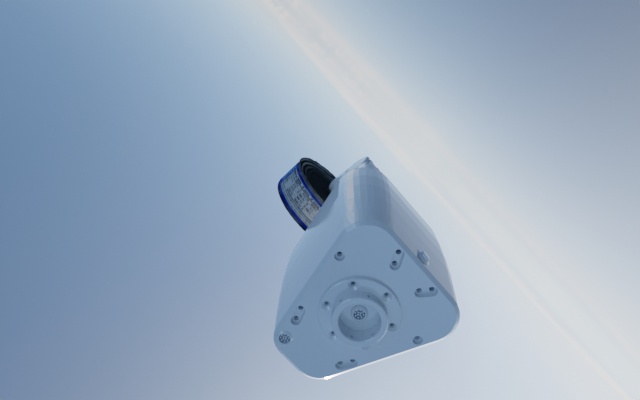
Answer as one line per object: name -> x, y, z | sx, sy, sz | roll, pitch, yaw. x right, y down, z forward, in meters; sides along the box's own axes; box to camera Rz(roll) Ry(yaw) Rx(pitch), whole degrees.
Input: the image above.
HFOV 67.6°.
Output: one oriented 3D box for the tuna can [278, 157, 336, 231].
tuna can -> 0.000, 0.002, 0.457 | 0.034, 0.086, 0.086 | -42, -16, 18
